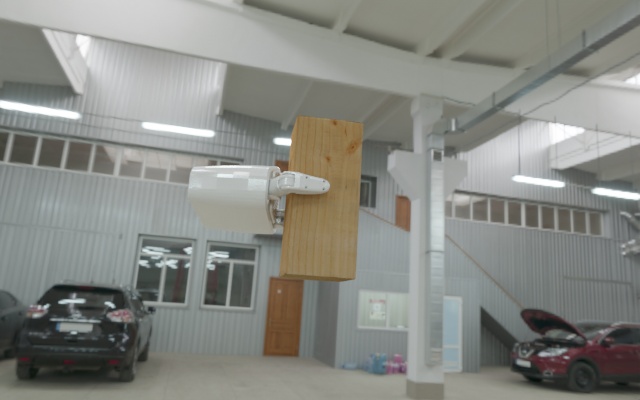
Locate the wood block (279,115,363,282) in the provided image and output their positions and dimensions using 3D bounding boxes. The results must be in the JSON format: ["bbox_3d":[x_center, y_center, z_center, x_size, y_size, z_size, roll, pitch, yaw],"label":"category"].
[{"bbox_3d":[0.000,0.002,0.645,0.090,0.206,0.091,6,-12,-9],"label":"wood block"}]
